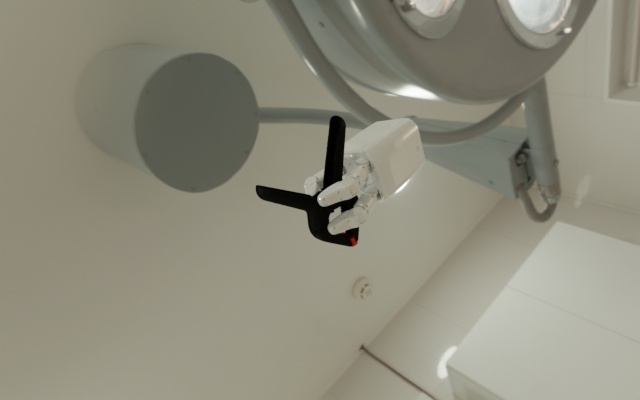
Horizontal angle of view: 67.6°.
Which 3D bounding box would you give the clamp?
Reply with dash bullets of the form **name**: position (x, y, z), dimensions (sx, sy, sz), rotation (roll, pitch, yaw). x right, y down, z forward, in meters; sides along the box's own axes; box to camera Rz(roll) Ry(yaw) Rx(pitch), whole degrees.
- **clamp**: position (0.000, 0.002, 0.709), dimensions (0.164, 0.210, 0.036), rotation (-38, 39, -21)
